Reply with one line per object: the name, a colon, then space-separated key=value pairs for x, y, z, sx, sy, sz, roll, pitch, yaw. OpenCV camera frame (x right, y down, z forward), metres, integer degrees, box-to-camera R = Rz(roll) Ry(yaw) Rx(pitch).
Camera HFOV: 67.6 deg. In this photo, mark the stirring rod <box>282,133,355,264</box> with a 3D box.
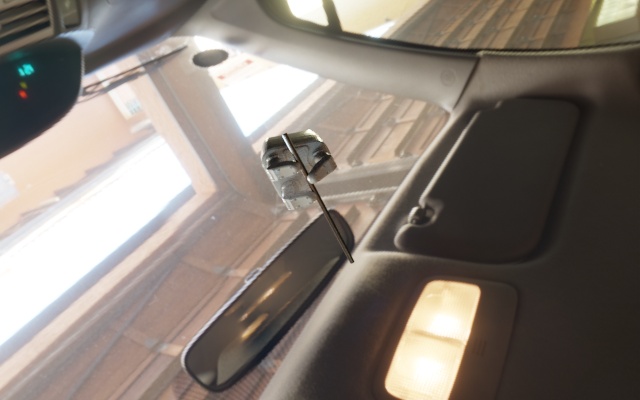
stirring rod: x=0.000 y=0.002 z=0.738 sx=0.011 sy=0.240 sz=0.011 roll=-24 pitch=22 yaw=10
